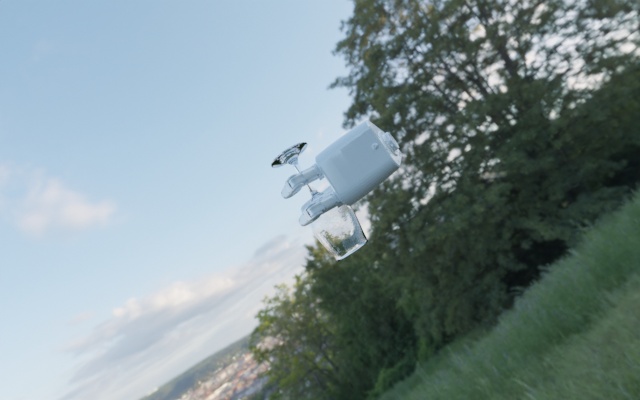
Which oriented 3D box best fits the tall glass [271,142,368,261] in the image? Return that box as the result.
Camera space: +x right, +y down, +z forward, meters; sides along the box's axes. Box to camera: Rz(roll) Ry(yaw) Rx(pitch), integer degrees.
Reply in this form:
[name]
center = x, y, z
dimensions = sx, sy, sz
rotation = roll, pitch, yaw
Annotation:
[tall glass]
center = 0.000, 0.002, 0.809
dimensions = 0.079, 0.201, 0.079
rotation = -32, -9, -6
